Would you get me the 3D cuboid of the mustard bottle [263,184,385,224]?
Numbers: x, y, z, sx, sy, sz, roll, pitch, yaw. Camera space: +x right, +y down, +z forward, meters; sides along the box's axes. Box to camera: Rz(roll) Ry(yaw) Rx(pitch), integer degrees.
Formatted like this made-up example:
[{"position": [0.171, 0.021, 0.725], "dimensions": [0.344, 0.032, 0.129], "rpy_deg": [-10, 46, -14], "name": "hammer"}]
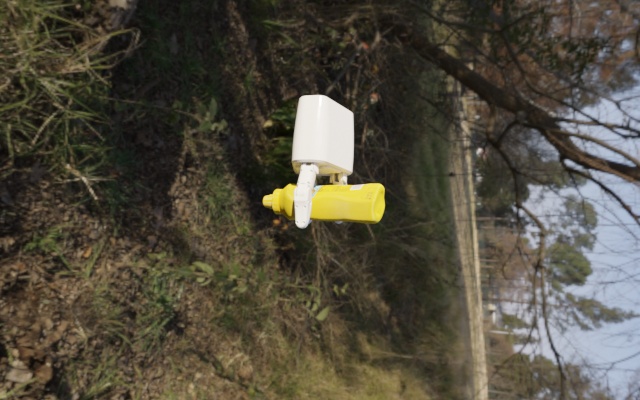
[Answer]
[{"position": [0.000, 0.003, 0.753], "dimensions": [0.191, 0.058, 0.096], "rpy_deg": [1, 16, 17], "name": "mustard bottle"}]
